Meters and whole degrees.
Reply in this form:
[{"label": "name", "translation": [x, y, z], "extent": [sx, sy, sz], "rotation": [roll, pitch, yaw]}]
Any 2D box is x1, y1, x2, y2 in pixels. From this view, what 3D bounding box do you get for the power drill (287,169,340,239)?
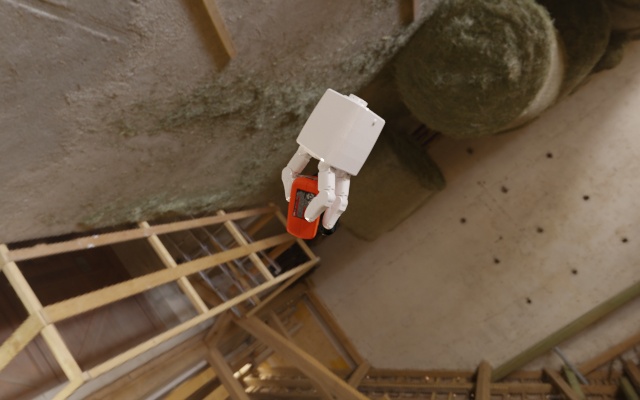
[{"label": "power drill", "translation": [0.000, 0.003, 0.877], "extent": [0.057, 0.184, 0.187], "rotation": [13, 21, 15]}]
